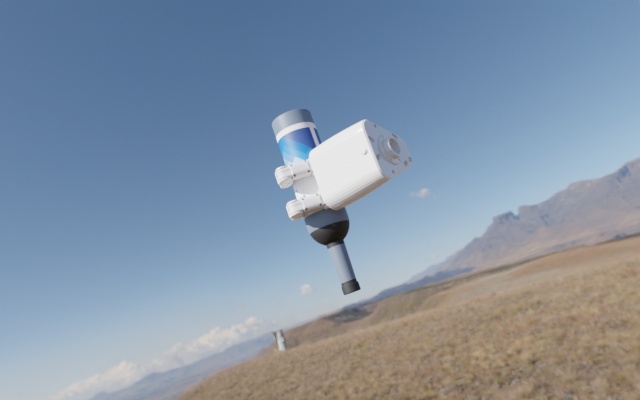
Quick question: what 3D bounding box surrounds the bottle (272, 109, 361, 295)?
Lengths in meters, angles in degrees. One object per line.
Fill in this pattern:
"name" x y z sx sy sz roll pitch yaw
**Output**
"bottle" 0.000 0.002 0.747 0.069 0.295 0.069 -19 -12 -4
